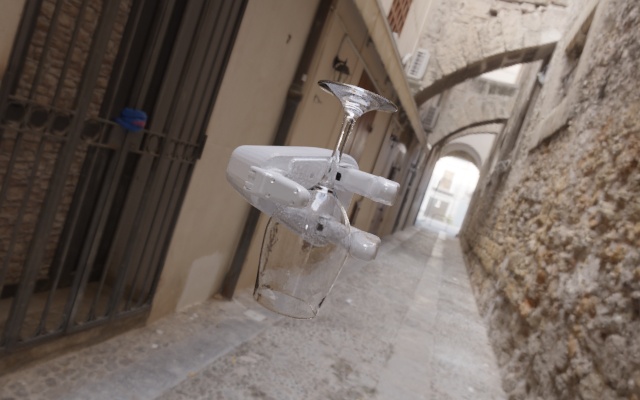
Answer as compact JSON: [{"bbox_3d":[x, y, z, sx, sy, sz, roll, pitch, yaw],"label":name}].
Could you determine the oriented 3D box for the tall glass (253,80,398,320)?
[{"bbox_3d":[0.000,0.001,0.428,0.079,0.201,0.079,19,4,-1],"label":"tall glass"}]
